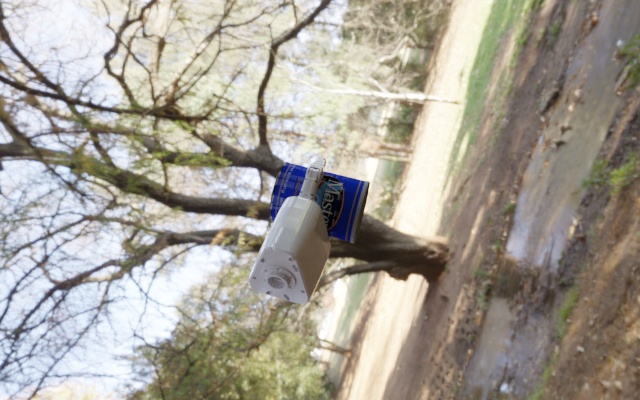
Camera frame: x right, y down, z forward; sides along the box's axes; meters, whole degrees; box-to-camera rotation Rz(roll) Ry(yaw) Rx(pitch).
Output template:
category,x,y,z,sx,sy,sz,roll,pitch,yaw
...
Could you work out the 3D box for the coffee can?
category,x,y,z,sx,sy,sz,roll,pitch,yaw
coffee can,0.000,0.002,0.773,0.140,0.103,0.103,14,2,8
